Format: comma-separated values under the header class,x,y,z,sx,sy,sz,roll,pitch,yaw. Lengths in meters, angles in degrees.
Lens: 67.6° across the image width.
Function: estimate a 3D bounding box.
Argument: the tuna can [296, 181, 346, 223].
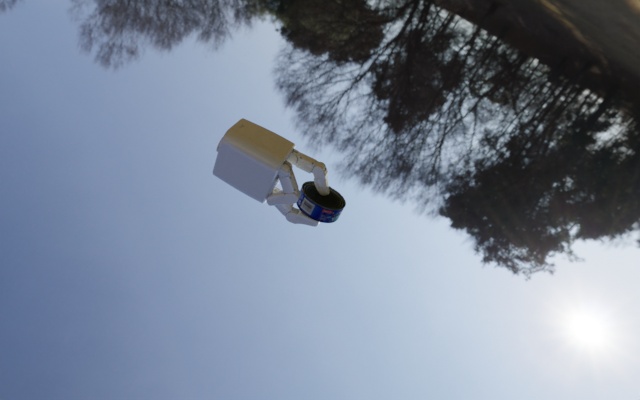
class,x,y,z,sx,sy,sz,roll,pitch,yaw
tuna can,0.000,0.003,0.858,0.086,0.034,0.086,20,27,-11
